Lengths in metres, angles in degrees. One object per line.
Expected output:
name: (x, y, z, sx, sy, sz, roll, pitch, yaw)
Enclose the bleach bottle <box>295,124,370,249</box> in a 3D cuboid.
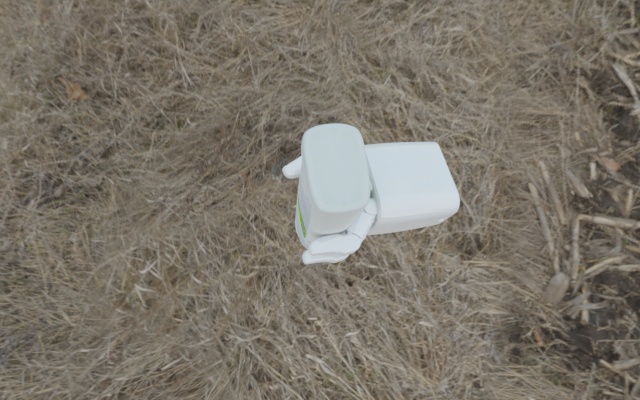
bleach bottle: (0.000, 0.002, 0.607, 0.068, 0.102, 0.251, -5, -16, -10)
